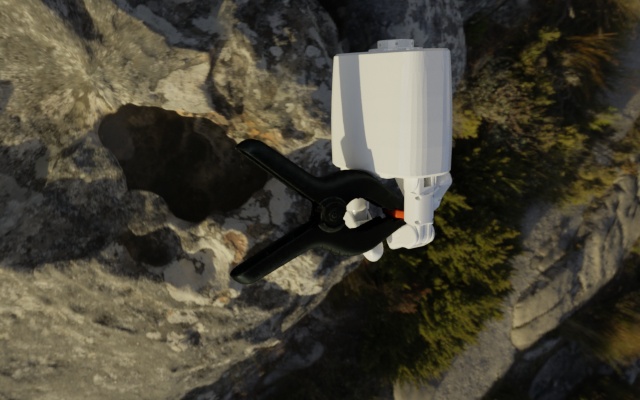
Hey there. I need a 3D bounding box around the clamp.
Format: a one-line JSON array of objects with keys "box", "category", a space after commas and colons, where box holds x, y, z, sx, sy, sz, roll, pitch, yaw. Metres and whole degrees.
[{"box": [0.000, 0.002, 0.419, 0.171, 0.120, 0.039, -9, 17, -24], "category": "clamp"}]
